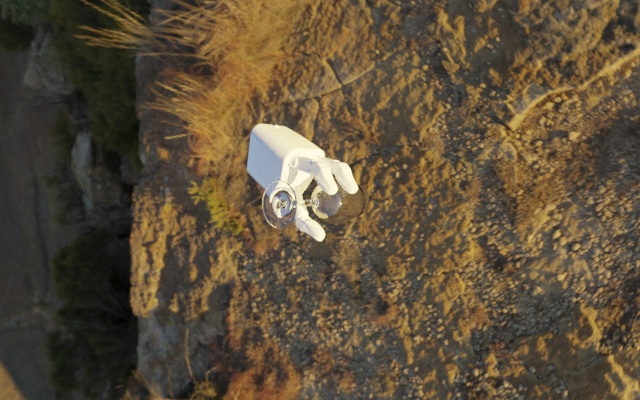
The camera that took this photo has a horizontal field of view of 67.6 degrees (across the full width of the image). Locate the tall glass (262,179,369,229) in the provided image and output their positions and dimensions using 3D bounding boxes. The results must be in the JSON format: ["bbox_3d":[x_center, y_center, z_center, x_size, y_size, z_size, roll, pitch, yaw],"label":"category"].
[{"bbox_3d":[0.000,0.003,0.804,0.079,0.079,0.201,0,2,40],"label":"tall glass"}]
